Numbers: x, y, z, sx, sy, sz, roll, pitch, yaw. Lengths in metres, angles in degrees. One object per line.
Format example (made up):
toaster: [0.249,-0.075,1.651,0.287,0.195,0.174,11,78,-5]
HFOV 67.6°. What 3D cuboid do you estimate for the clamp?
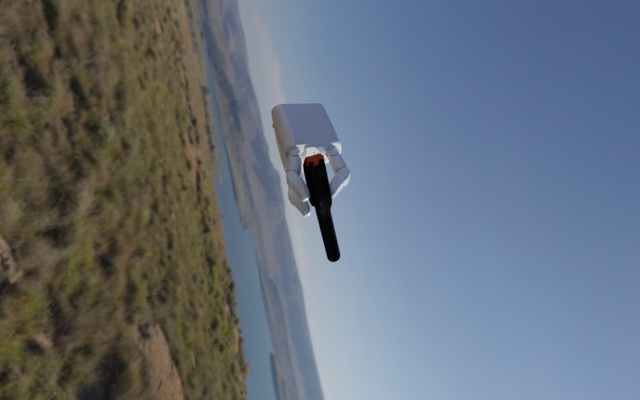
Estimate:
clamp: [0.001,0.002,0.831,0.036,0.164,0.210,-17,-30,-9]
